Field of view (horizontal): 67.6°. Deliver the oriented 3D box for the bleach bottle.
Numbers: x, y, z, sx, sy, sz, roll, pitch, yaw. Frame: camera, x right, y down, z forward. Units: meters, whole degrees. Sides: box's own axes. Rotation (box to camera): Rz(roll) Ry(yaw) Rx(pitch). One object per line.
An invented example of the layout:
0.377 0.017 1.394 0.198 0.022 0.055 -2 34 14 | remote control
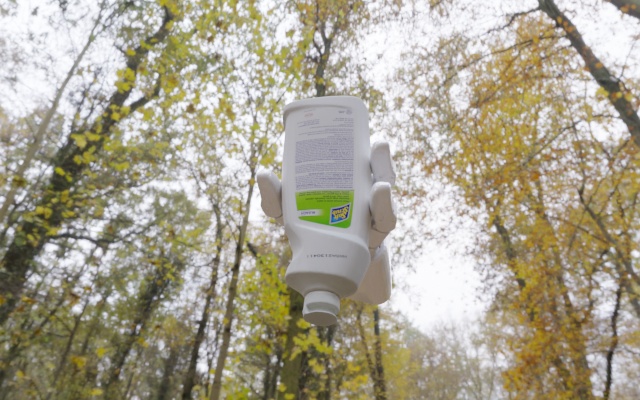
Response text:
0.000 0.001 0.478 0.102 0.250 0.068 -4 -39 12 | bleach bottle
